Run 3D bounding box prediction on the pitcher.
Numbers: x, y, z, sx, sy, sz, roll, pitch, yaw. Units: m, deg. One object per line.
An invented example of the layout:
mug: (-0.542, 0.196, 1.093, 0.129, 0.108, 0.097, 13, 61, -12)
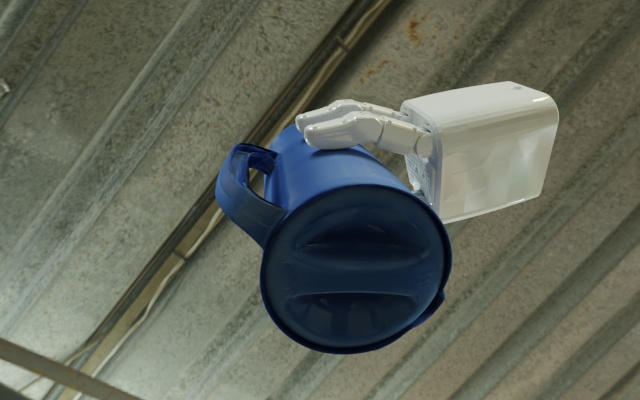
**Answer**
pitcher: (0.000, 0.001, 0.421, 0.145, 0.149, 0.242, -15, 25, -3)
